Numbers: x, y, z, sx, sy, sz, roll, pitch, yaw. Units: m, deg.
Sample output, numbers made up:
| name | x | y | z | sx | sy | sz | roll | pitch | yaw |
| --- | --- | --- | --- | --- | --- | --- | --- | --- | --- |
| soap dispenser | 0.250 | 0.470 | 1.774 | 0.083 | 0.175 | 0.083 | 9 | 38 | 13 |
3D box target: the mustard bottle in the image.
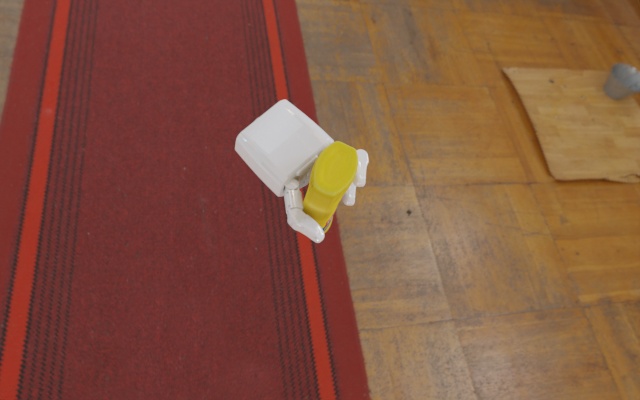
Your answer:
| name | x | y | z | sx | sy | sz | roll | pitch | yaw |
| --- | --- | --- | --- | --- | --- | --- | --- | --- | --- |
| mustard bottle | 0.000 | 0.002 | 0.722 | 0.058 | 0.096 | 0.192 | 24 | -34 | 0 |
